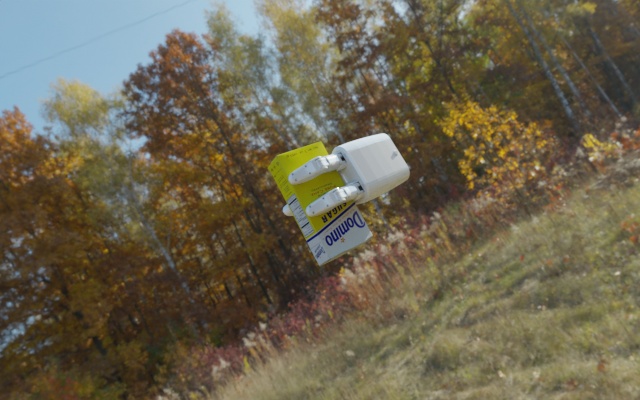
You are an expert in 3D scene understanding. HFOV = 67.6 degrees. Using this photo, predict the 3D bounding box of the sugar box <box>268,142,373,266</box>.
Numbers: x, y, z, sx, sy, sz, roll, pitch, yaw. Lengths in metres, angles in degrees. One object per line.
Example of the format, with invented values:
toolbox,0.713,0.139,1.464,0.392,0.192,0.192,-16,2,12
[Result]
sugar box,0.000,0.002,0.740,0.093,0.176,0.048,-23,-12,-34
